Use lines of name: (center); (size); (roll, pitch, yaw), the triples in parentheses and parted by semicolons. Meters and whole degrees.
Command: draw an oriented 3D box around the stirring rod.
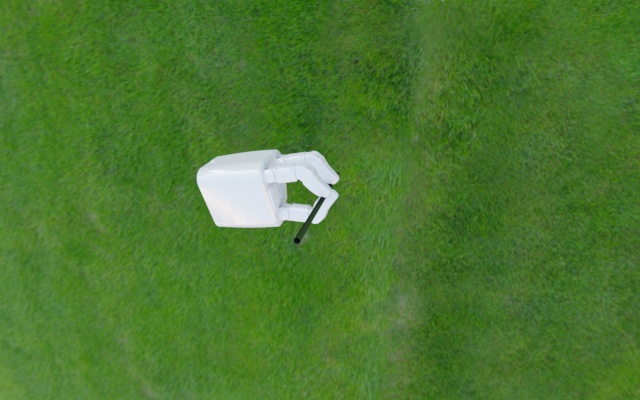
stirring rod: (0.000, 0.002, 0.665); (0.011, 0.011, 0.239); (0, 22, 14)
